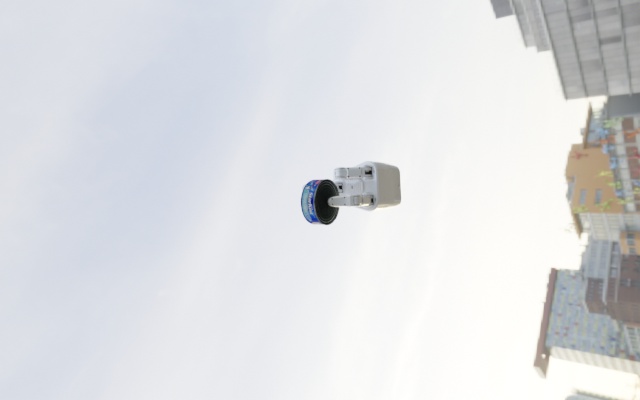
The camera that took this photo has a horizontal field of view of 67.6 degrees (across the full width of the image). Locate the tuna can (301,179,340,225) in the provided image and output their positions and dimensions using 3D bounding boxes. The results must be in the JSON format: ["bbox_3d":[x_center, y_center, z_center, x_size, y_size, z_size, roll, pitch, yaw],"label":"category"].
[{"bbox_3d":[0.000,0.003,0.888,0.034,0.086,0.086,0,0,34],"label":"tuna can"}]
